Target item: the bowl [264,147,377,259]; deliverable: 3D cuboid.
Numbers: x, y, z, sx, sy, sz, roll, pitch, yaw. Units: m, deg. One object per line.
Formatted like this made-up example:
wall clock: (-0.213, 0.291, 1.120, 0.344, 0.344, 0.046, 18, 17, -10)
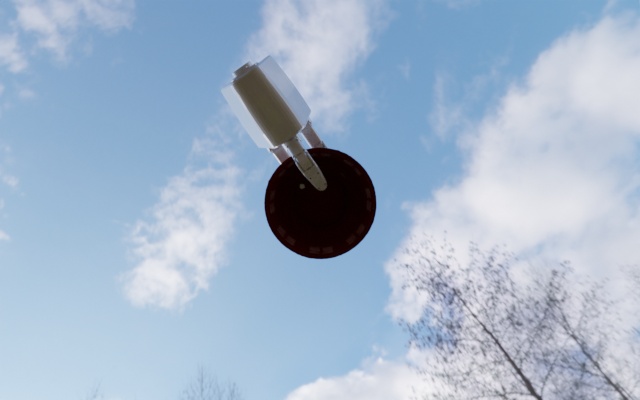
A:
bowl: (0.001, 0.004, 0.709, 0.162, 0.162, 0.055, 0, 7, 1)
